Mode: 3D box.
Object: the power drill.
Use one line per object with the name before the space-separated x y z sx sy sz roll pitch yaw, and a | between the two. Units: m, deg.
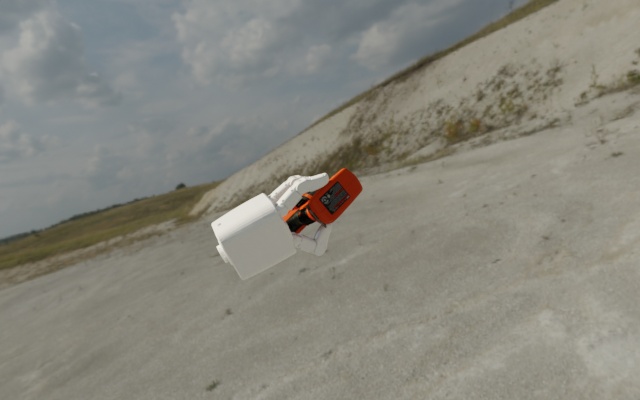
power drill | 0.000 0.003 0.886 0.184 0.057 0.188 -47 8 -28
